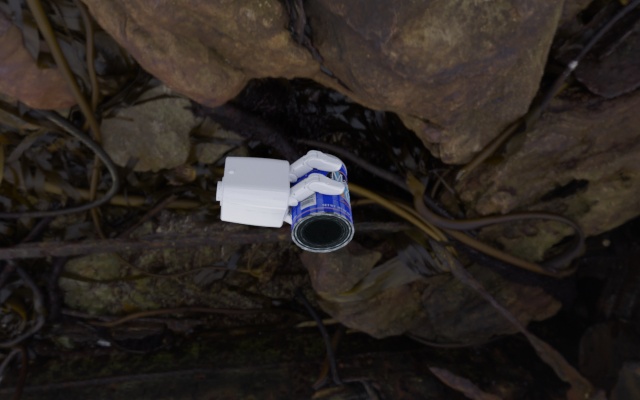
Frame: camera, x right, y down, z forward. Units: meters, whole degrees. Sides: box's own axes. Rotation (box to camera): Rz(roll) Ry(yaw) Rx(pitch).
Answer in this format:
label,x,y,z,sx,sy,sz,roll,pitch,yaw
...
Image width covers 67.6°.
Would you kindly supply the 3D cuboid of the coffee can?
label,x,y,z,sx,sy,sz,roll,pitch,yaw
coffee can,0.000,0.003,0.821,0.103,0.140,0.103,-2,-43,-2
